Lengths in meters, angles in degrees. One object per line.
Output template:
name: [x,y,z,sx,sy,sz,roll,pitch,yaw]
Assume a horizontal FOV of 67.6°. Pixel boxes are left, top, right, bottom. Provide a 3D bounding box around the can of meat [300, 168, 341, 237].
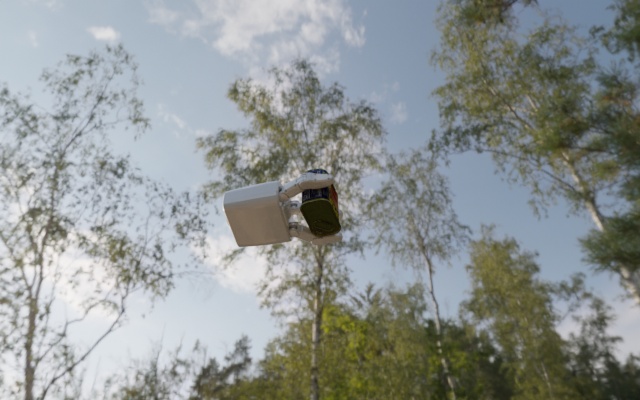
can of meat: [0.000,0.003,0.884,0.057,0.083,0.102,-13,-43,12]
